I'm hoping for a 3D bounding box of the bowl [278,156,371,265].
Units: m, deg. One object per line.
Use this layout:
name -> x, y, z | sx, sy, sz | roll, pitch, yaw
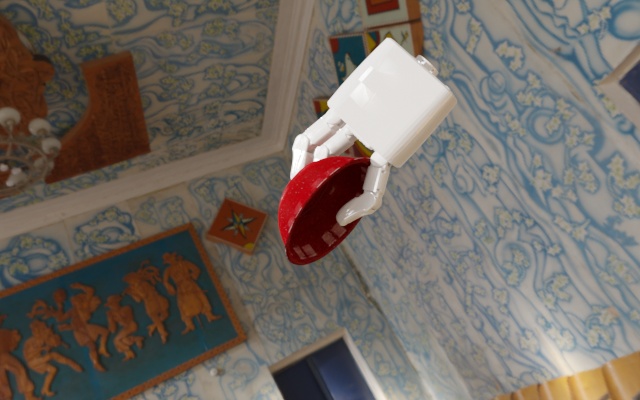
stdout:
bowl -> -0.001, 0.003, 0.599 | 0.055, 0.162, 0.162 | 38, 19, 26
